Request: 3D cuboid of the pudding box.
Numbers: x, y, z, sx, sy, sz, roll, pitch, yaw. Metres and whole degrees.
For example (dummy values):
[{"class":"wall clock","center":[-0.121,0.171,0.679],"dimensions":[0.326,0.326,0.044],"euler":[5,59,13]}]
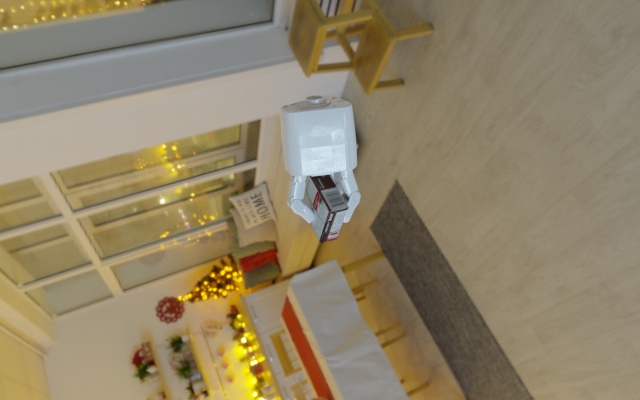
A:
[{"class":"pudding box","center":[0.000,0.003,0.829],"dimensions":[0.039,0.113,0.090],"euler":[-12,-36,-23]}]
